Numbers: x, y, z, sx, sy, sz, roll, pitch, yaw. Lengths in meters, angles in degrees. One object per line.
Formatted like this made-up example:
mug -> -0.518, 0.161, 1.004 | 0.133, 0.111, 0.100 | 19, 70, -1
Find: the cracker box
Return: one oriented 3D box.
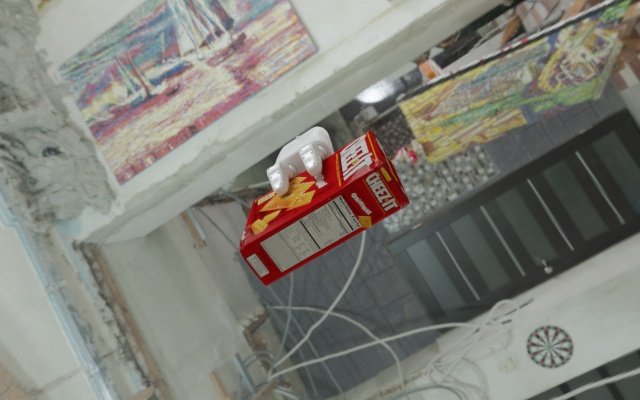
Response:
cracker box -> 0.000, 0.002, 0.650 | 0.214, 0.072, 0.164 | -31, 19, 12
